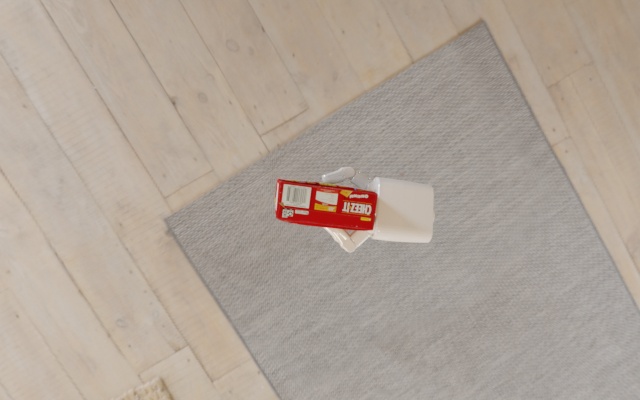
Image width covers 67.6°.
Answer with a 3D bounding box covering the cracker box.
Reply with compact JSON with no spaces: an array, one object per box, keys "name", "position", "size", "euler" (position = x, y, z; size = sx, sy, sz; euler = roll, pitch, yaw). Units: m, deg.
[{"name":"cracker box","position":[0.000,0.003,0.871],"size":[0.164,0.072,0.213],"euler":[7,3,-6]}]
